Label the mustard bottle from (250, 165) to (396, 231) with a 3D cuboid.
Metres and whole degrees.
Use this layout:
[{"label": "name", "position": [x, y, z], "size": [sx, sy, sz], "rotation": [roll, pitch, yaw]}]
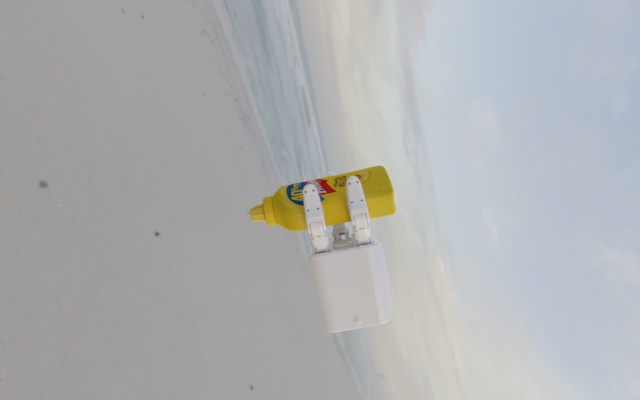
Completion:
[{"label": "mustard bottle", "position": [0.000, 0.002, 0.647], "size": [0.191, 0.058, 0.096], "rotation": [-11, 28, 2]}]
